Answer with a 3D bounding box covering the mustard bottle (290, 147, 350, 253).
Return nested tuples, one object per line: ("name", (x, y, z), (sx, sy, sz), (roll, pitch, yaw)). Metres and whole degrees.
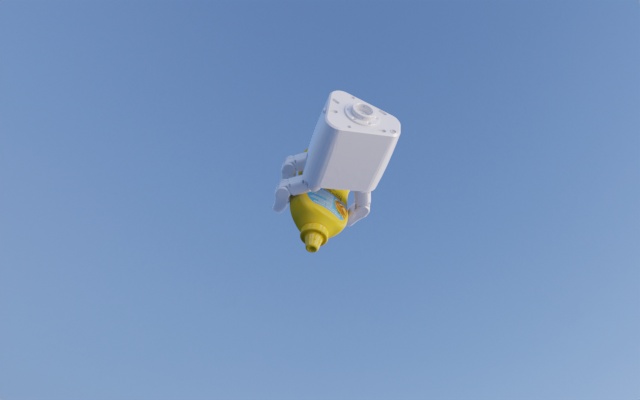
("mustard bottle", (0.000, 0.002, 0.740), (0.096, 0.191, 0.058), (35, -51, -22))
